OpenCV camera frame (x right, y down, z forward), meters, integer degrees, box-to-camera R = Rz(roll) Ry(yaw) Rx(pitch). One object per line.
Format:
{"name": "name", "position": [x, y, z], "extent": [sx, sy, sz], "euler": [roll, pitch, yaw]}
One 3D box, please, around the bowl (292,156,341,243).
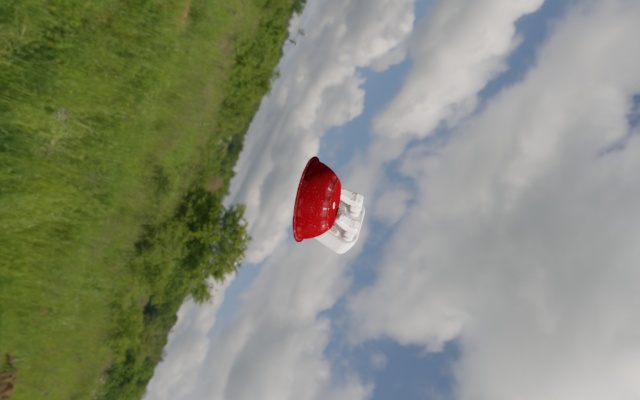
{"name": "bowl", "position": [0.000, 0.003, 0.870], "extent": [0.055, 0.162, 0.162], "euler": [12, 3, 13]}
